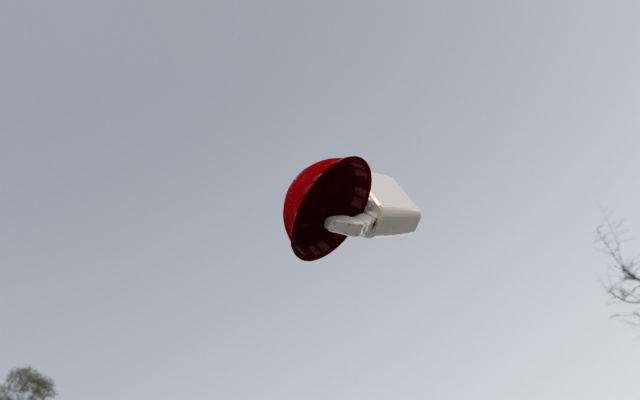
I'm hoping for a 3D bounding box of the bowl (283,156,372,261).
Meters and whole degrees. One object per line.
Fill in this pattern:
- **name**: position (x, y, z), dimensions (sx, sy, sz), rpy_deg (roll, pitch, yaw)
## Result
- **bowl**: position (-0.001, 0.002, 0.662), dimensions (0.055, 0.162, 0.162), rpy_deg (32, 18, 31)
